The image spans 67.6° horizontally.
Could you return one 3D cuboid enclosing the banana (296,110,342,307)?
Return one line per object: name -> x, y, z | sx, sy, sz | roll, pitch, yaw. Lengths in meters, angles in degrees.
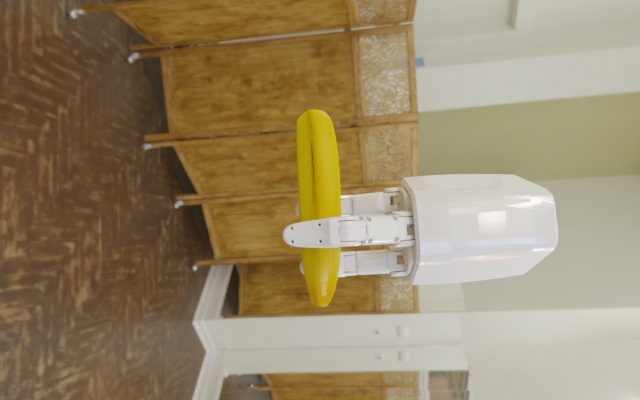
banana -> -0.001, -0.011, 0.418 | 0.037, 0.197, 0.070 | -4, -30, 1
